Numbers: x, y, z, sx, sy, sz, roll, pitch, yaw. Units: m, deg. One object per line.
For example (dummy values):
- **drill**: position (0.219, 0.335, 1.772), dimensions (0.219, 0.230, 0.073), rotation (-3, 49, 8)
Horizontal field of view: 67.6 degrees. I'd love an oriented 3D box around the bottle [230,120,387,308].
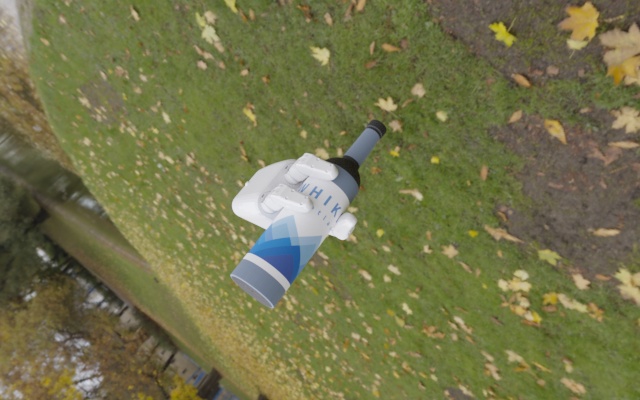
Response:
- **bottle**: position (0.000, 0.002, 0.632), dimensions (0.069, 0.295, 0.069), rotation (32, -22, 15)
